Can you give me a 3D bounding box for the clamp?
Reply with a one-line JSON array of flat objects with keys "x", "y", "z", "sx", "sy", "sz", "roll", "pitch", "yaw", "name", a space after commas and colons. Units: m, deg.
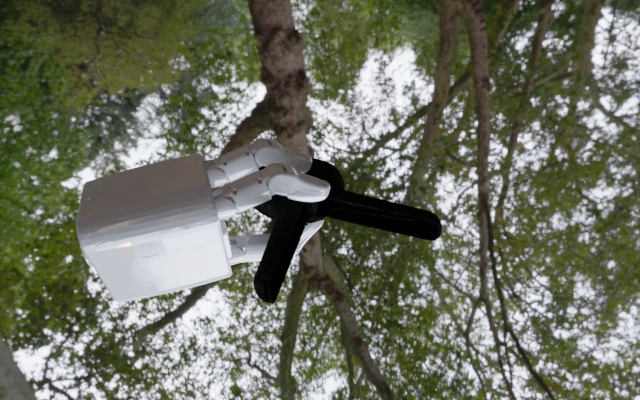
[{"x": 0.000, "y": 0.002, "z": 0.451, "sx": 0.164, "sy": 0.036, "sz": 0.210, "roll": -13, "pitch": 34, "yaw": -13, "name": "clamp"}]
